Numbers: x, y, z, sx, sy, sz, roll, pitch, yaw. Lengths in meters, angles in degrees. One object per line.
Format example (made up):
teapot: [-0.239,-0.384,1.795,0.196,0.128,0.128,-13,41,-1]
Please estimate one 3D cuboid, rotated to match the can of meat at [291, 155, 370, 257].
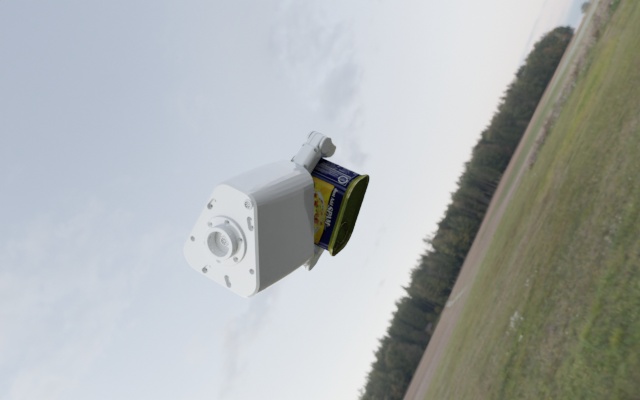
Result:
can of meat: [0.000,0.002,0.565,0.084,0.102,0.057,25,28,19]
